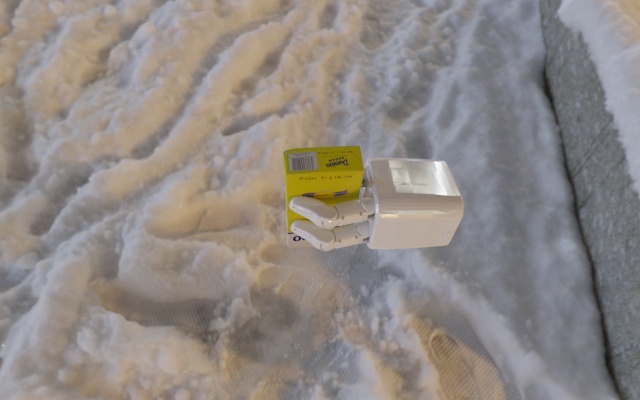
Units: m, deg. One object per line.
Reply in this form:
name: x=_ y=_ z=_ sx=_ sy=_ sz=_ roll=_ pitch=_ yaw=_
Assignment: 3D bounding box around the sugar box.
sugar box: x=0.000 y=0.002 z=0.623 sx=0.093 sy=0.048 sz=0.176 roll=-3 pitch=-36 yaw=-4
